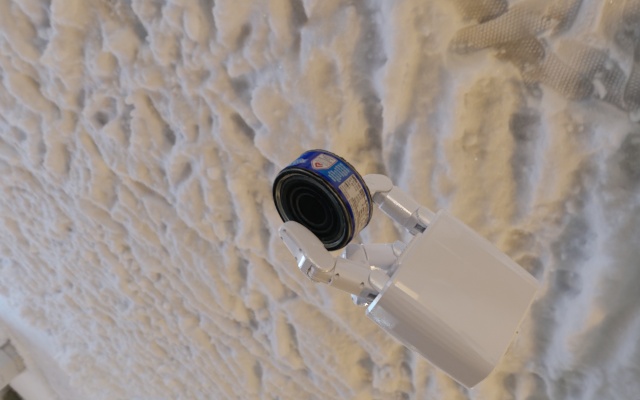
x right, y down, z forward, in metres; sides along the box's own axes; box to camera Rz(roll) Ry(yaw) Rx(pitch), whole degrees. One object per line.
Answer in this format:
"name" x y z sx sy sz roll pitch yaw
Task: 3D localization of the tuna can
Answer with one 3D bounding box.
"tuna can" 0.000 0.002 0.411 0.086 0.086 0.033 0 31 43
